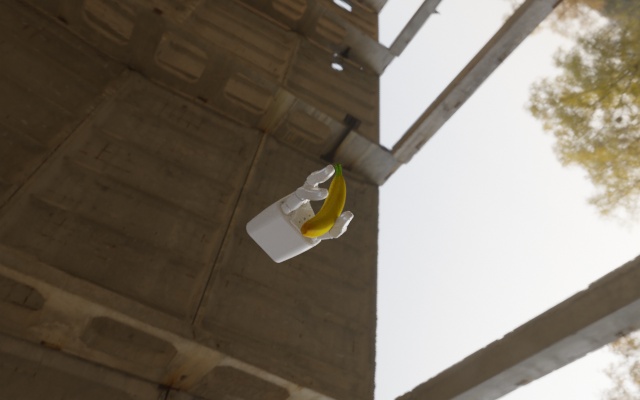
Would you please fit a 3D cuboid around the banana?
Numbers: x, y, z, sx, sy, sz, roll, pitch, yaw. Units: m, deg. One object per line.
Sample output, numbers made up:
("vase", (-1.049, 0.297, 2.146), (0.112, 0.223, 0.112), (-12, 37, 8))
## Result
("banana", (0.010, 0.015, 0.895), (0.037, 0.070, 0.197), (-15, 32, 33))
